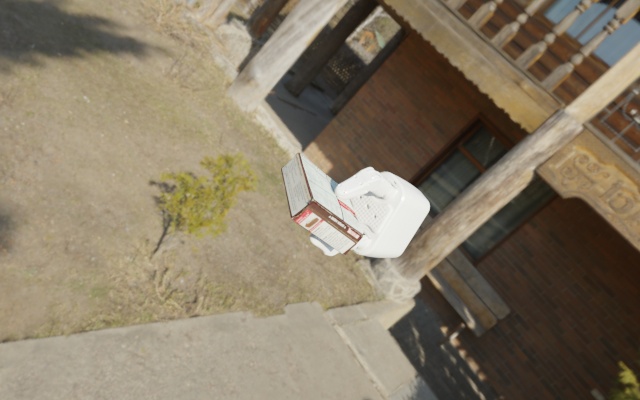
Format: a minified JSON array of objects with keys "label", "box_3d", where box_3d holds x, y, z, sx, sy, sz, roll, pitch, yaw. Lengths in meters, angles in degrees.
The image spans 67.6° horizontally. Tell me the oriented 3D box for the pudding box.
[{"label":"pudding box","box_3d":[0.000,0.002,0.583,0.090,0.039,0.113,36,19,-30]}]
